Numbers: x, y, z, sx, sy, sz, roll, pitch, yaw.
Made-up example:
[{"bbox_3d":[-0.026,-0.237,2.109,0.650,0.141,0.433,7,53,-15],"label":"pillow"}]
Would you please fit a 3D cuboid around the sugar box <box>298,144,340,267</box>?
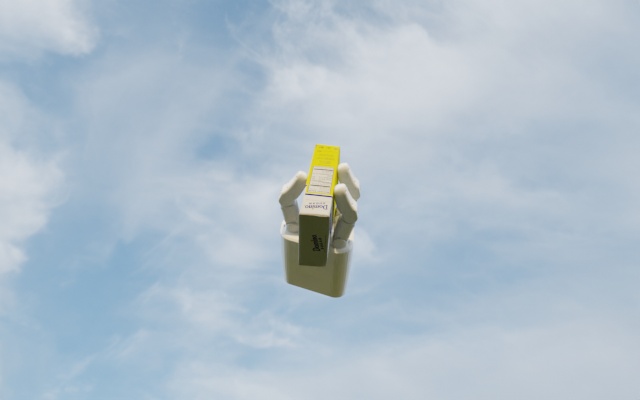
[{"bbox_3d":[0.001,0.002,0.687,0.048,0.093,0.176,4,38,2],"label":"sugar box"}]
